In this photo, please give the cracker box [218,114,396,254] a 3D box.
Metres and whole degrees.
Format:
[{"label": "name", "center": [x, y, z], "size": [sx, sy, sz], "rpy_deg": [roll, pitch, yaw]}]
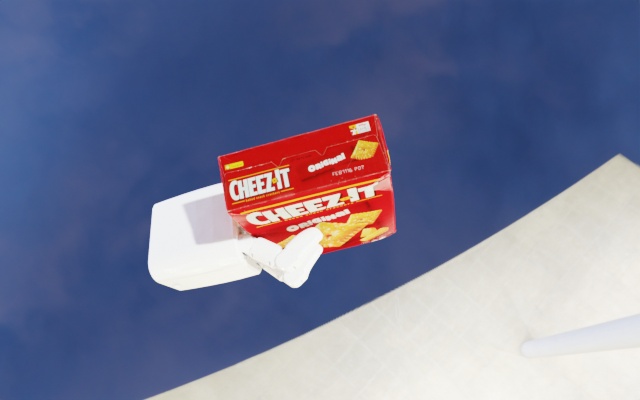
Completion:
[{"label": "cracker box", "center": [0.000, 0.002, 0.550], "size": [0.164, 0.072, 0.214], "rpy_deg": [-15, -21, 5]}]
